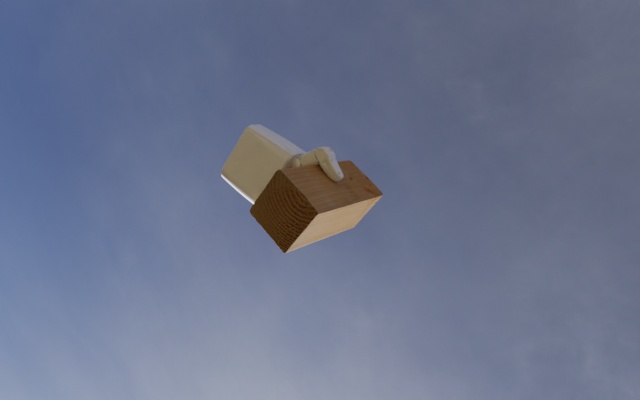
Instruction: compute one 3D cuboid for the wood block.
[{"bbox_3d":[0.000,0.002,0.761,0.091,0.090,0.206,-52,-20,28],"label":"wood block"}]
